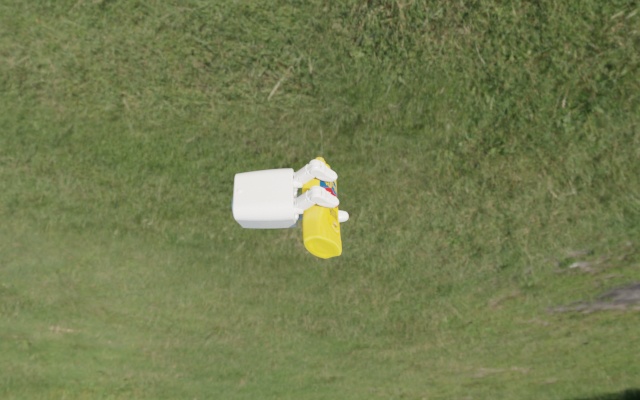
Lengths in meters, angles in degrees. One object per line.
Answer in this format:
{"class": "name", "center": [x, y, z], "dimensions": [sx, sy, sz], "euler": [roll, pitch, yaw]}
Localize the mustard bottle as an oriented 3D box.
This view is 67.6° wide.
{"class": "mustard bottle", "center": [0.000, 0.003, 0.879], "dimensions": [0.058, 0.191, 0.096], "euler": [-17, -33, 22]}
